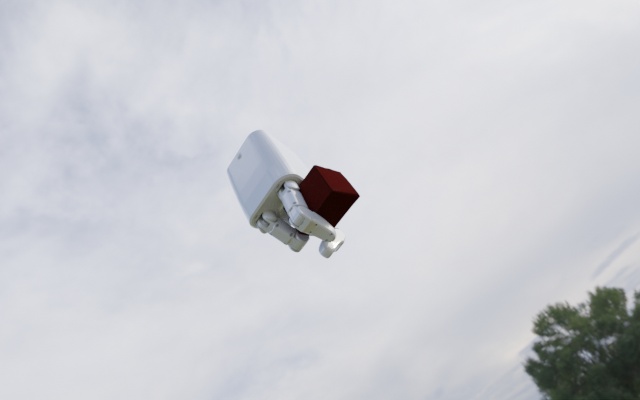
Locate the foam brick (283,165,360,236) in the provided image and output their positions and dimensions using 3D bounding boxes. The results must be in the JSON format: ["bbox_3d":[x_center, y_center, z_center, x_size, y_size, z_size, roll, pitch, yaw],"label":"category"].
[{"bbox_3d":[0.000,0.002,0.612,0.053,0.078,0.051,12,35,-44],"label":"foam brick"}]
